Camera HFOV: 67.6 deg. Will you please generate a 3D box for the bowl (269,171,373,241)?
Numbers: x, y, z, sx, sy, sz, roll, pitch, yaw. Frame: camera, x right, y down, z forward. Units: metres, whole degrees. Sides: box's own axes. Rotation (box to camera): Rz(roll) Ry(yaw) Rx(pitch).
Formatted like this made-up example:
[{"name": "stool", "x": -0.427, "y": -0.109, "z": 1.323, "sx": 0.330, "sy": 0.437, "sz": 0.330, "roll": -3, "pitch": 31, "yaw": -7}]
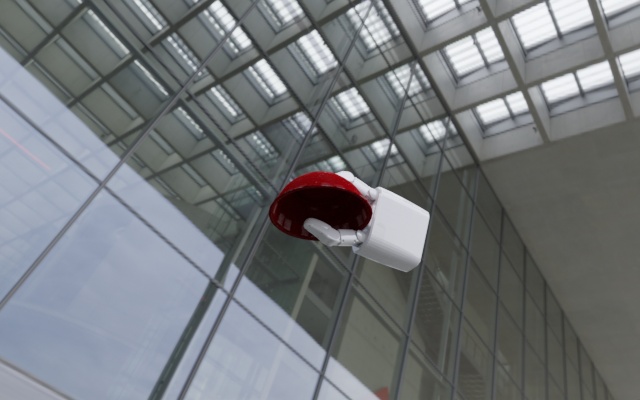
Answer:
[{"name": "bowl", "x": -0.001, "y": 0.002, "z": 0.755, "sx": 0.162, "sy": 0.055, "sz": 0.162, "roll": 0, "pitch": -33, "yaw": 0}]
